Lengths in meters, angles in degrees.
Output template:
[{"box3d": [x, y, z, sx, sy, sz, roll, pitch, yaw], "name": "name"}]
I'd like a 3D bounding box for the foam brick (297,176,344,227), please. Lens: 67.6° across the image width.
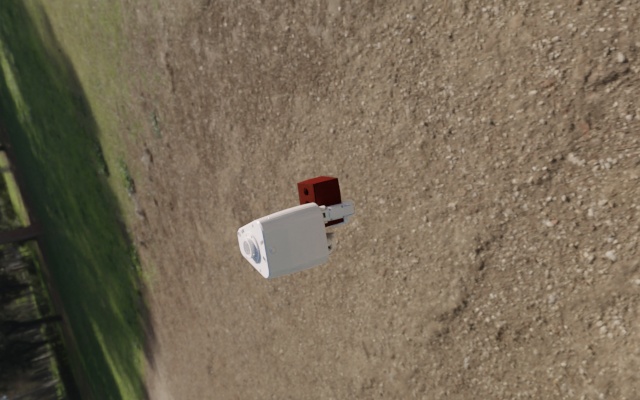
[{"box3d": [0.000, 0.002, 0.795, 0.051, 0.078, 0.053, -14, 11, -30], "name": "foam brick"}]
